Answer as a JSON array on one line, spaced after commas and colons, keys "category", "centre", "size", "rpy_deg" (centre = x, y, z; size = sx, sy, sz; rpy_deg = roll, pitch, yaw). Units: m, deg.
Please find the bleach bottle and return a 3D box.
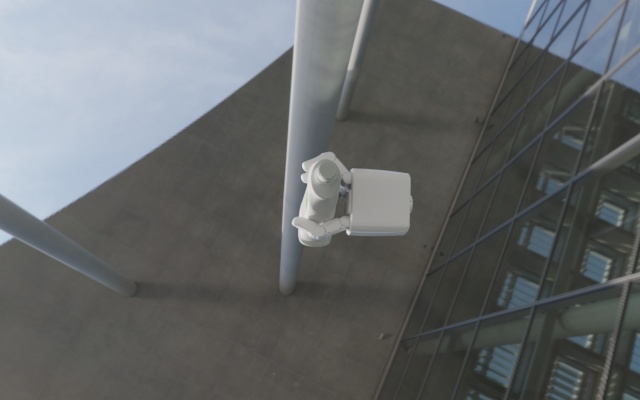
[{"category": "bleach bottle", "centre": [0.000, 0.003, 0.850], "size": [0.068, 0.102, 0.251], "rpy_deg": [2, -20, -4]}]
